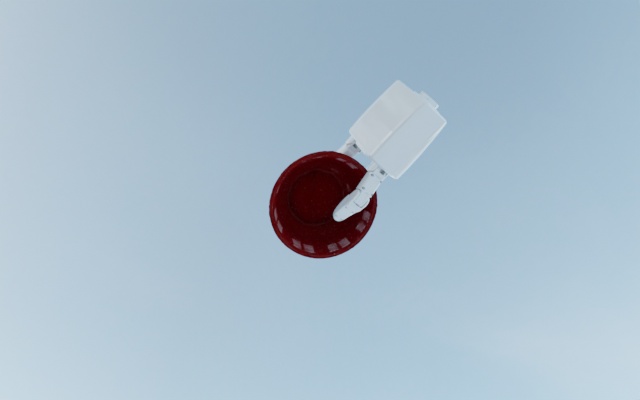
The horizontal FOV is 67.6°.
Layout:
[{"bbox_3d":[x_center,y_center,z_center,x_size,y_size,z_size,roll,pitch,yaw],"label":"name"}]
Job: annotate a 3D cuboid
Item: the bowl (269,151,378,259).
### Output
[{"bbox_3d":[-0.001,0.003,0.712,0.162,0.162,0.055,0,15,-15],"label":"bowl"}]
